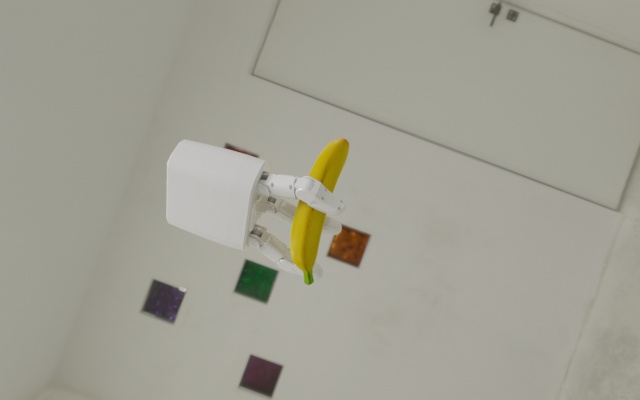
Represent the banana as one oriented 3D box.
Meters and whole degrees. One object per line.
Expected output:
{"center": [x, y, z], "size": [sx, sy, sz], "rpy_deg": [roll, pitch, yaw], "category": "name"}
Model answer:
{"center": [-0.003, -0.001, 0.583], "size": [0.037, 0.197, 0.070], "rpy_deg": [14, -17, 10], "category": "banana"}
